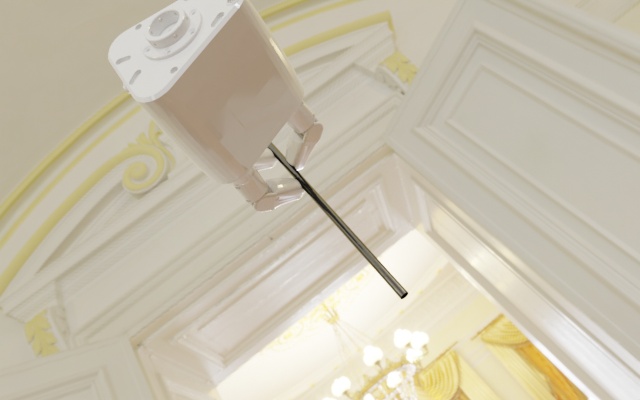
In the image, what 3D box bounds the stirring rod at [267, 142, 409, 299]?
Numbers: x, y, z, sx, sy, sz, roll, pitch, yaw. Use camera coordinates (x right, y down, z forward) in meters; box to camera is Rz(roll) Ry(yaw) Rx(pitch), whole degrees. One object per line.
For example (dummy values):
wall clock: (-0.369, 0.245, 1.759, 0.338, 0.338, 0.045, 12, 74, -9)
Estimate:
stirring rod: (0.000, 0.001, 0.442, 0.011, 0.011, 0.239, 0, 37, -43)
